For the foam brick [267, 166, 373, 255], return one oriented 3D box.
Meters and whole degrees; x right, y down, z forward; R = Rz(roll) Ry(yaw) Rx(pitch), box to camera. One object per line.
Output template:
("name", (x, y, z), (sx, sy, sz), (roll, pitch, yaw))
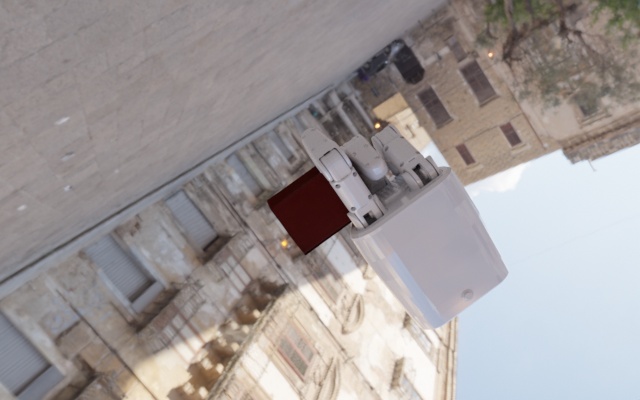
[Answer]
("foam brick", (0.000, 0.001, 0.415), (0.078, 0.051, 0.053), (-36, 12, -1))
